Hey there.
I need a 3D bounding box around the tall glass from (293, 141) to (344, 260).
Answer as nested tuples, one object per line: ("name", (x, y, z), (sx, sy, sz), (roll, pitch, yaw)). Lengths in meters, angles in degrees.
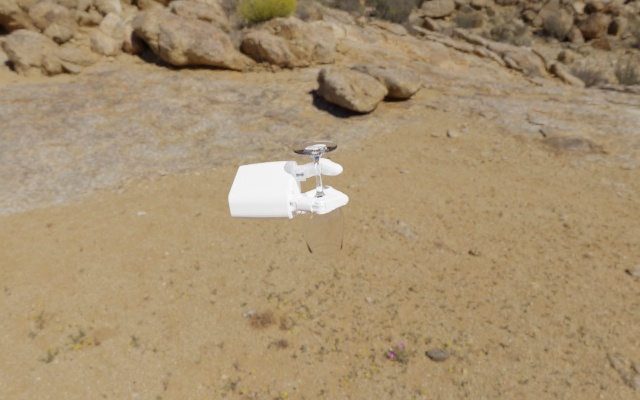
("tall glass", (0.000, 0.002, 0.837), (0.079, 0.201, 0.079), (-5, 23, 2))
